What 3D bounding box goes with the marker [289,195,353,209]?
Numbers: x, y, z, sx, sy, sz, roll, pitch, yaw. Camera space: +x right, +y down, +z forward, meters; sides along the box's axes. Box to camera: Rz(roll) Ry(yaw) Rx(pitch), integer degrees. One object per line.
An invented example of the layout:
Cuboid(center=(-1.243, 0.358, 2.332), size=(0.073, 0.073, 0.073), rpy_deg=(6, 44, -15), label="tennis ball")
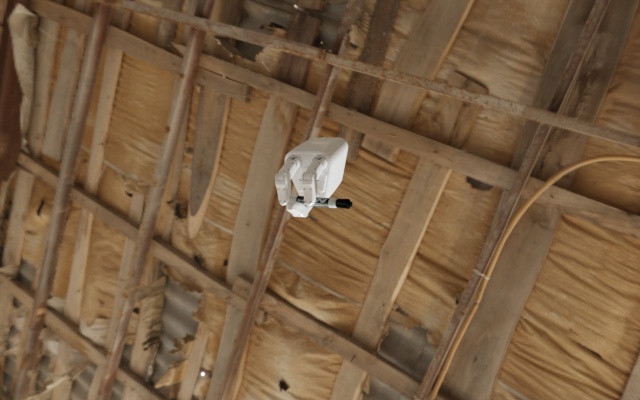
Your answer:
Cuboid(center=(0.000, 0.003, 0.867), size=(0.121, 0.020, 0.020), rpy_deg=(4, 1, 23), label="marker")
